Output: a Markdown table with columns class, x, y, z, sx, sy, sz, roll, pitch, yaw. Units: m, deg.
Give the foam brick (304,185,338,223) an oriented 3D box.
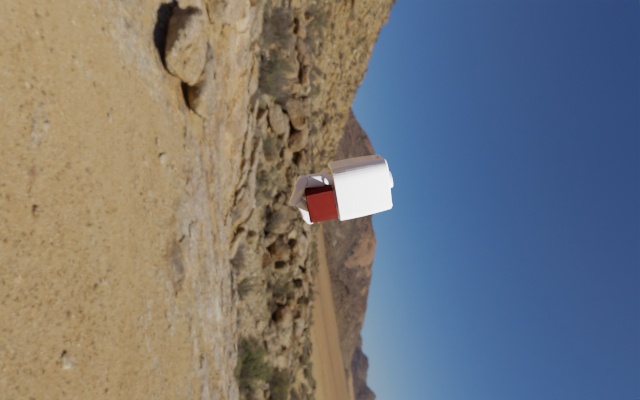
| class | x | y | z | sx | sy | sz | roll | pitch | yaw |
| --- | --- | --- | --- | --- | --- | --- | --- | --- | --- |
| foam brick | 0.000 | 0.003 | 0.878 | 0.051 | 0.053 | 0.078 | -11 | 14 | -1 |
